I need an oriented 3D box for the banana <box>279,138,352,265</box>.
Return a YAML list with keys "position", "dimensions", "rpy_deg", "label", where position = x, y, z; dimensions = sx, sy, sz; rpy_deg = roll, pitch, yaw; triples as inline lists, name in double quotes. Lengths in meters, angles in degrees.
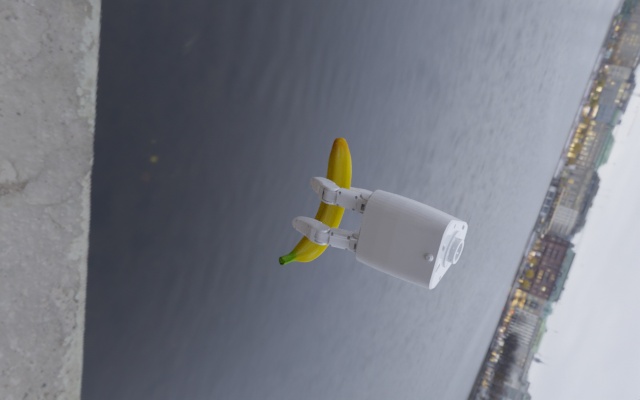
- position: [0.008, 0.010, 0.688]
  dimensions: [0.037, 0.198, 0.070]
  rpy_deg: [23, -1, 33]
  label: "banana"
